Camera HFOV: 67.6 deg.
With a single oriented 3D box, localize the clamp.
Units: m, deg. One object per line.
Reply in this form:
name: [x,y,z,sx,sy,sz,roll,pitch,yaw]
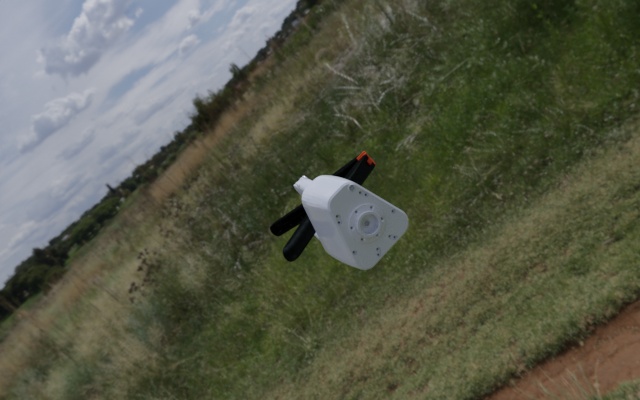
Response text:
clamp: [0.000,0.002,0.767,0.036,0.210,0.164,47,-9,-18]
